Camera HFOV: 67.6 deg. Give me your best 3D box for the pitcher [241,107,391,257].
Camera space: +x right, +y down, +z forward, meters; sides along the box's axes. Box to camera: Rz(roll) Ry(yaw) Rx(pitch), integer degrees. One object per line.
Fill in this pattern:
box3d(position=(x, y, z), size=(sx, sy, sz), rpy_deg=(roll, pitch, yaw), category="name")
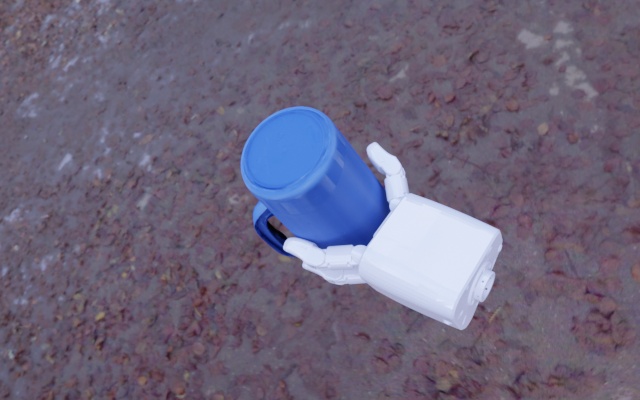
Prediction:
box3d(position=(0.000, 0.002, 0.571), size=(0.145, 0.149, 0.243), rpy_deg=(26, -11, 32), category="pitcher")
